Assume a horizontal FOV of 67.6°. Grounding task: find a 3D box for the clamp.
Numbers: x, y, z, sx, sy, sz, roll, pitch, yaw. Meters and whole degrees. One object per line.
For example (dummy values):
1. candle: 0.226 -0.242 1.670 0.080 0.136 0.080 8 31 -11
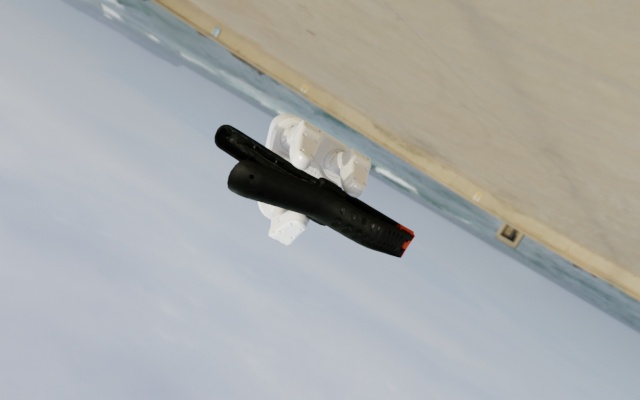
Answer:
1. clamp: 0.000 0.002 0.419 0.210 0.036 0.164 29 10 -16
